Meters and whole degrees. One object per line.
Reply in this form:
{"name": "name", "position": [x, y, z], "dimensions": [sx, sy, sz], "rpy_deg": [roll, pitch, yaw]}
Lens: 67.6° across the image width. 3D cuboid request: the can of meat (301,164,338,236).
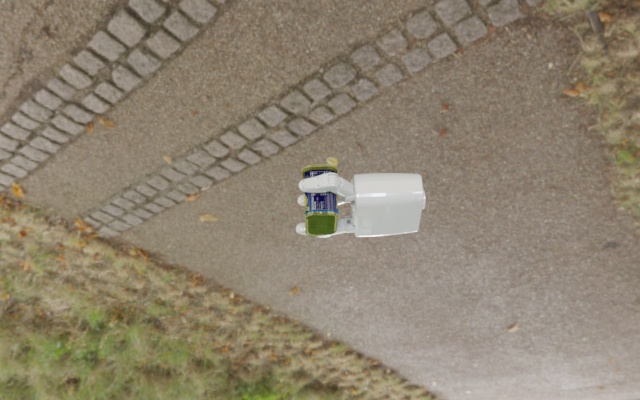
{"name": "can of meat", "position": [0.000, 0.003, 0.768], "dimensions": [0.057, 0.084, 0.102], "rpy_deg": [-2, -24, -1]}
